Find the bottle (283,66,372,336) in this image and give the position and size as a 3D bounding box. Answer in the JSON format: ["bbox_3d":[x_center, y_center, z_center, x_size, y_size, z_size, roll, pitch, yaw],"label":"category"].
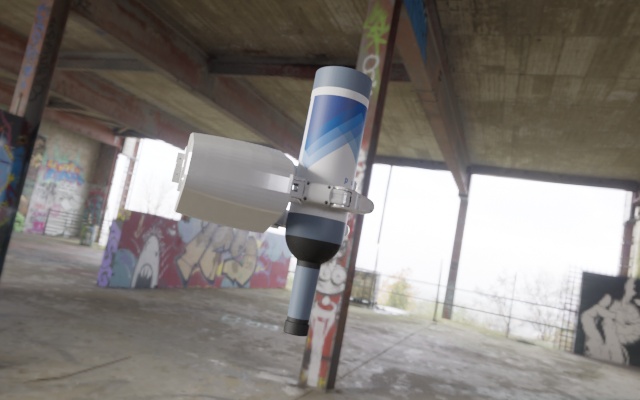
[{"bbox_3d":[0.000,0.002,0.537,0.069,0.295,0.069,11,-6,1],"label":"bottle"}]
